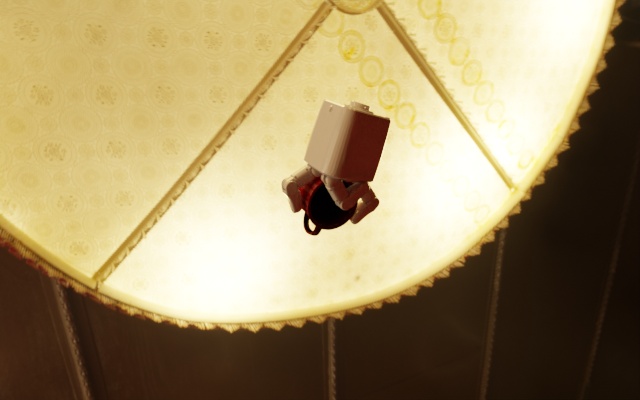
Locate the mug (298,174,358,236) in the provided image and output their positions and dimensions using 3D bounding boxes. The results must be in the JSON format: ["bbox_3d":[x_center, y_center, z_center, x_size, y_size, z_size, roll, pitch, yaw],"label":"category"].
[{"bbox_3d":[0.000,0.004,0.808,0.093,0.117,0.081,11,15,-31],"label":"mug"}]
